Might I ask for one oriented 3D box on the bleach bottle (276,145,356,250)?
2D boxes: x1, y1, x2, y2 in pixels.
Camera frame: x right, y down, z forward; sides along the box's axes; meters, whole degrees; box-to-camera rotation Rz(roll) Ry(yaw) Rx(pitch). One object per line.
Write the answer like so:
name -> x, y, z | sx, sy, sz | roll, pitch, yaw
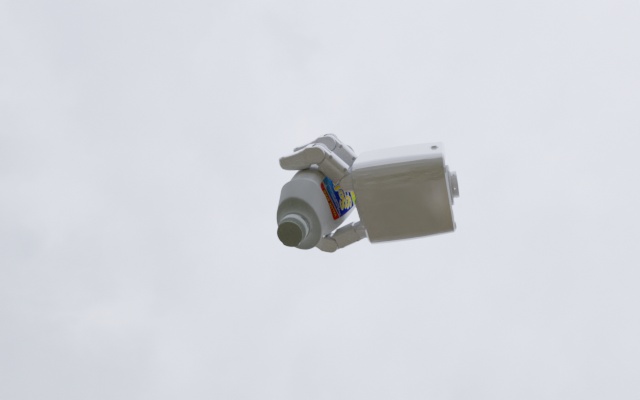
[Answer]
bleach bottle -> 0.000, 0.002, 0.603 | 0.068, 0.102, 0.250 | -9, 17, 17
